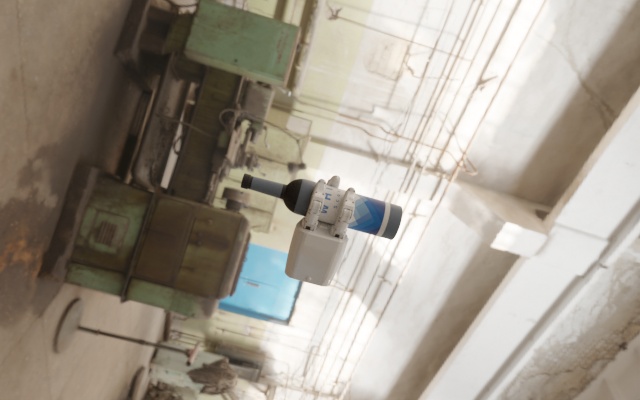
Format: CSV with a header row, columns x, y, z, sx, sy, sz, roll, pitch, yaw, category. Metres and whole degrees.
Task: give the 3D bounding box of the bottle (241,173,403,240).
x,y,z,sx,sy,sz,roll,pitch,yaw,category
0.000,0.003,0.877,0.296,0.069,0.069,16,-1,-5,bottle
